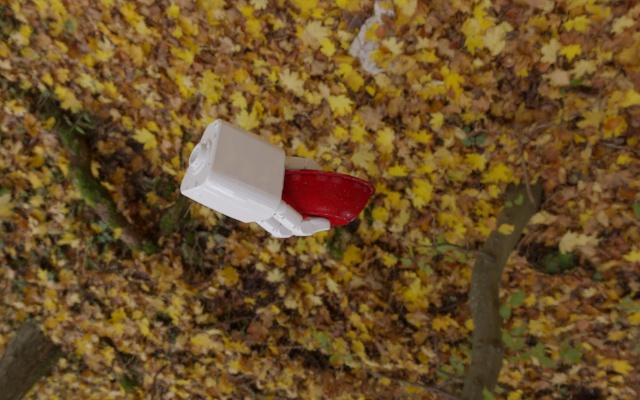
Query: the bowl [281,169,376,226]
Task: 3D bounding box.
[{"bbox_3d":[0.001,0.003,0.718,0.162,0.055,0.162,6,-13,1],"label":"bowl"}]
